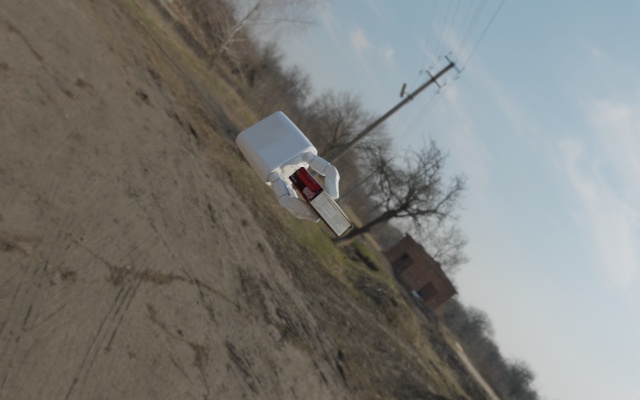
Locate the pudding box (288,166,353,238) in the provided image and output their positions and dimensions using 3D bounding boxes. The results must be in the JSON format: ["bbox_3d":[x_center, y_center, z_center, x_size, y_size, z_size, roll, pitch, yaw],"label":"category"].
[{"bbox_3d":[0.000,0.003,0.837,0.113,0.039,0.090,48,2,-40],"label":"pudding box"}]
